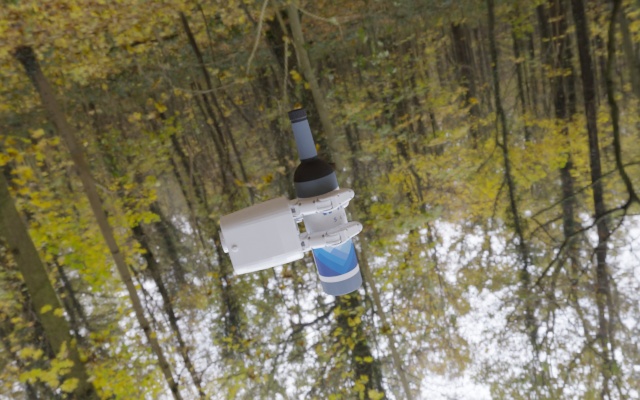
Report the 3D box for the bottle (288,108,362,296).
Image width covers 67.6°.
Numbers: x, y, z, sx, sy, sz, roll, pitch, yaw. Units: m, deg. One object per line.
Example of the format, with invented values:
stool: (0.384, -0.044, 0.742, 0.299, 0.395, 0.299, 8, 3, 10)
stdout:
bottle: (0.000, 0.003, 0.749, 0.069, 0.296, 0.069, -14, 14, 4)
